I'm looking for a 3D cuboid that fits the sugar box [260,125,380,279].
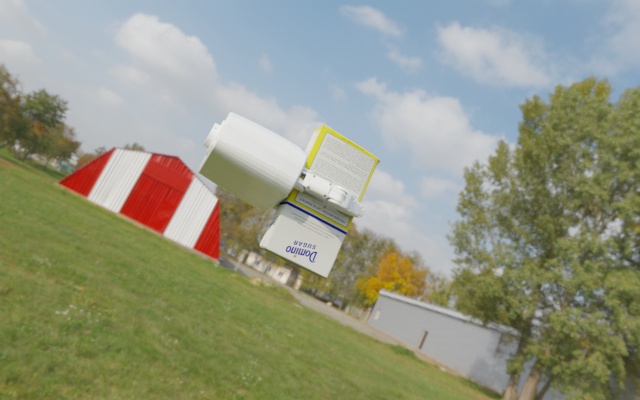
[{"bbox_3d":[0.000,0.002,0.625,0.093,0.176,0.048,29,-10,-16],"label":"sugar box"}]
